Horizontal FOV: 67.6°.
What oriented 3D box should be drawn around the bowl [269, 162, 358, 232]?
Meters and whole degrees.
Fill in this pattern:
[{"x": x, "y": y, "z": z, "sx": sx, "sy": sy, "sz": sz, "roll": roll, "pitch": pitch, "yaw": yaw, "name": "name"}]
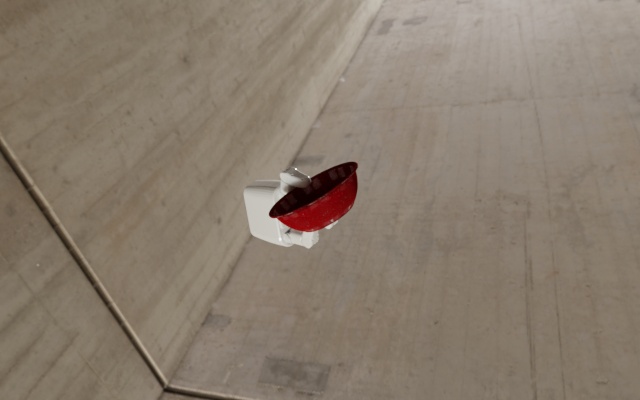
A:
[{"x": 0.001, "y": 0.003, "z": 0.755, "sx": 0.162, "sy": 0.055, "sz": 0.162, "roll": -29, "pitch": 14, "yaw": 8, "name": "bowl"}]
